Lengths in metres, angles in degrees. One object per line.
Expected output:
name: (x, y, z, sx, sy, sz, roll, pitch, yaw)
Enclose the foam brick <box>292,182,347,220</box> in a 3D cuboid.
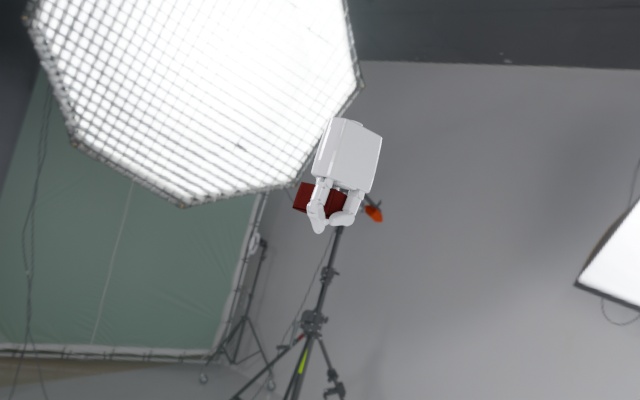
foam brick: (0.000, 0.003, 0.860, 0.078, 0.051, 0.053, 13, -6, 32)
